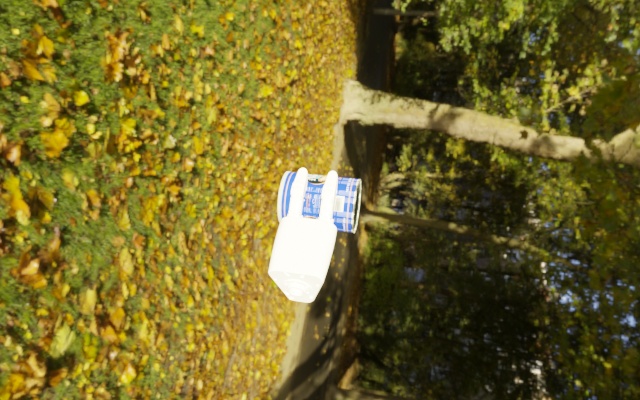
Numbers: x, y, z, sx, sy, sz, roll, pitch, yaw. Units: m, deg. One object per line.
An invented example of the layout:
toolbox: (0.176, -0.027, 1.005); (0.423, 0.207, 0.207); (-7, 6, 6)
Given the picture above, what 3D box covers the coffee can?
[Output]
coffee can: (0.000, 0.003, 0.895); (0.140, 0.103, 0.103); (6, 1, 10)
